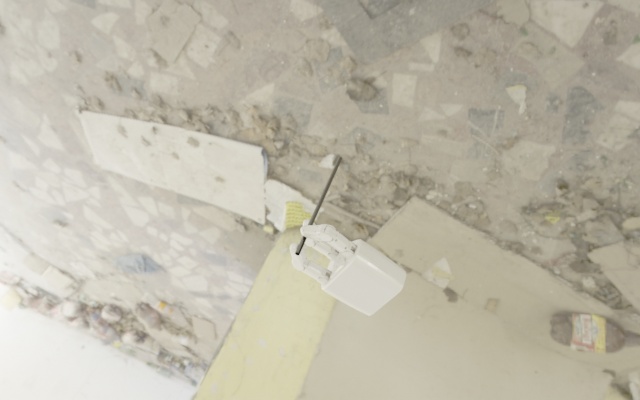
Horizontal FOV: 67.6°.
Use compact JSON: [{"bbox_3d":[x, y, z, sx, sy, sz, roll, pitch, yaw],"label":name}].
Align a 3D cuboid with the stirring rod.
[{"bbox_3d":[0.000,0.003,0.866,0.011,0.239,0.011,14,-39,12],"label":"stirring rod"}]
